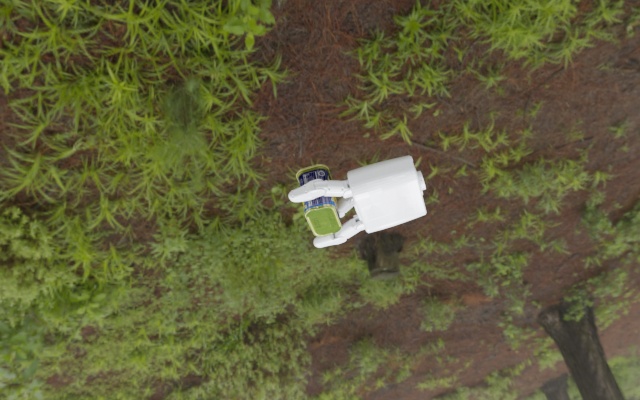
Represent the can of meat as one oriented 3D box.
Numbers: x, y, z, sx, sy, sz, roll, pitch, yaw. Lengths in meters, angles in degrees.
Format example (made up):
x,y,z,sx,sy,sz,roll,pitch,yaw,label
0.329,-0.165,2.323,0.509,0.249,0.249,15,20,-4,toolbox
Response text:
x,y,z,sx,sy,sz,roll,pitch,yaw,label
0.000,0.003,0.816,0.057,0.084,0.102,-15,-32,5,can of meat
